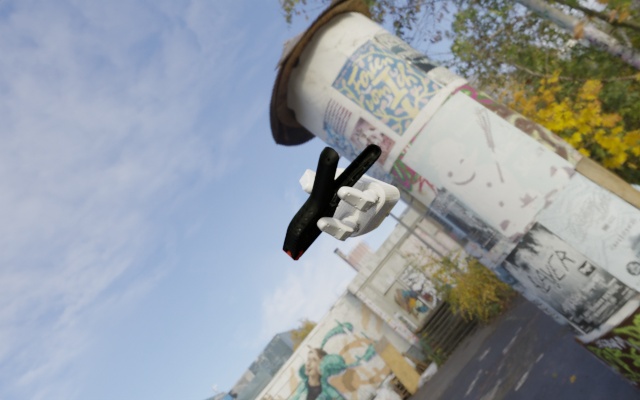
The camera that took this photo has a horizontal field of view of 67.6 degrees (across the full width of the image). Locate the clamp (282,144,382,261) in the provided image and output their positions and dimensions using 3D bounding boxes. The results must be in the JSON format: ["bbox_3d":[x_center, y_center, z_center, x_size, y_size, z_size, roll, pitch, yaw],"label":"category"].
[{"bbox_3d":[-0.001,0.002,0.687,0.036,0.210,0.164,40,17,19],"label":"clamp"}]
